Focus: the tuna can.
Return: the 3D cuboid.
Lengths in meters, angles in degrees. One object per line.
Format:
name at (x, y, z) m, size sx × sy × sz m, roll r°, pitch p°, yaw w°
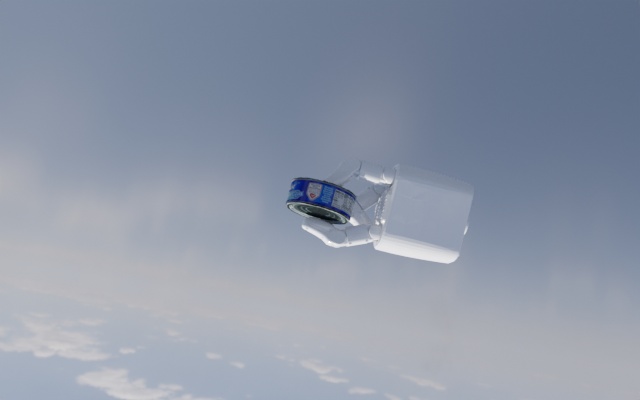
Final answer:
tuna can at (0.000, 0.003, 0.606) m, size 0.086 × 0.033 × 0.086 m, roll 15°, pitch -14°, yaw 4°
